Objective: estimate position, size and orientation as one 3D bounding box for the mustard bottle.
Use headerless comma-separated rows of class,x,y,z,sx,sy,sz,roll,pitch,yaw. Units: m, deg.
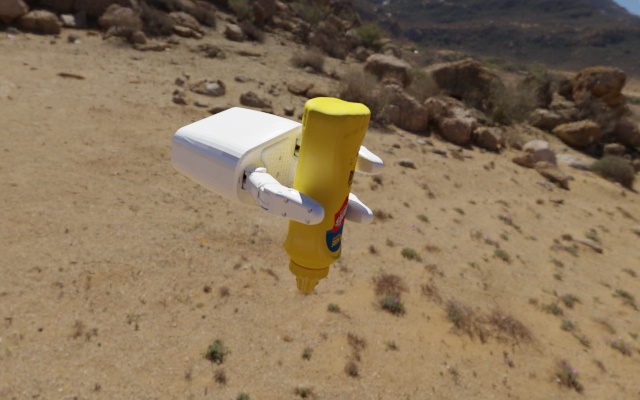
mustard bottle,0.000,0.001,0.461,0.058,0.192,0.096,14,19,9
